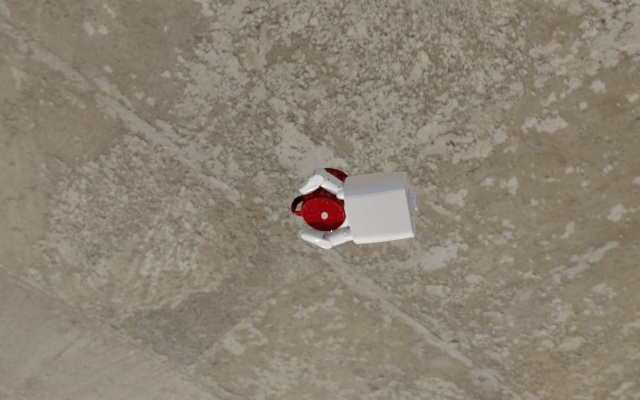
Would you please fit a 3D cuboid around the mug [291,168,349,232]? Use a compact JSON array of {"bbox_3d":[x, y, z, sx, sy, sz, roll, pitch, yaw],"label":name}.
[{"bbox_3d":[-0.001,0.003,0.868,0.117,0.093,0.081,-8,36,19],"label":"mug"}]
